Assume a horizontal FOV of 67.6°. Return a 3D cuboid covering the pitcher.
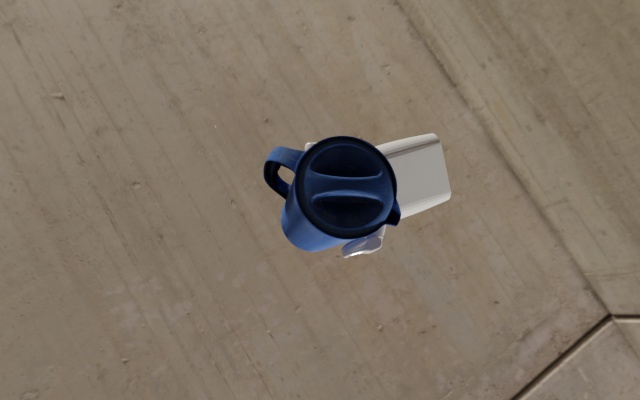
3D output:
[{"bbox_3d":[0.000,0.002,0.698,0.145,0.149,0.243,-17,-9,-16],"label":"pitcher"}]
